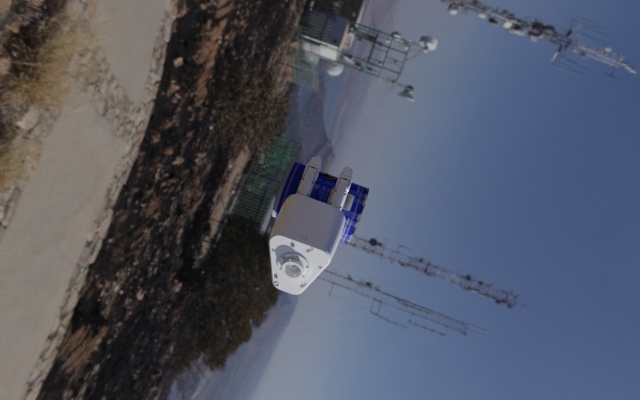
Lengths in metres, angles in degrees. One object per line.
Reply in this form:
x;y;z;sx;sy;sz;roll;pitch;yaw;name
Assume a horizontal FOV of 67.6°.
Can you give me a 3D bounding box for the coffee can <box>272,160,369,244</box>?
0.000;0.003;0.818;0.140;0.103;0.103;20;0;1;coffee can
